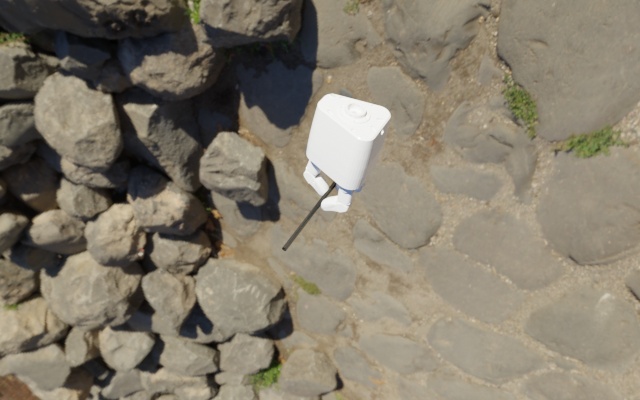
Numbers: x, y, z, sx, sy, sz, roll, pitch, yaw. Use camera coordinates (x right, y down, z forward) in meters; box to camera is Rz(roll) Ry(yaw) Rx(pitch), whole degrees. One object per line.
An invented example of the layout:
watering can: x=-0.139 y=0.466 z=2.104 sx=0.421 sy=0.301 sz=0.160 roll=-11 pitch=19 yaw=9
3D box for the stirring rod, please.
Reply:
stirring rod: x=0.000 y=0.003 z=0.825 sx=0.011 sy=0.011 sz=0.239 roll=0 pitch=38 yaw=37
